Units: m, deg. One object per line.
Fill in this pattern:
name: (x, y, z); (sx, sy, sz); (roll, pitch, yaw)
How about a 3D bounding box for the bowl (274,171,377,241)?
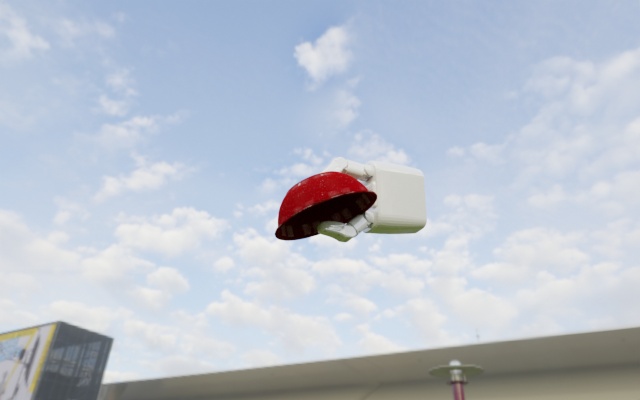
bowl: (-0.001, 0.002, 0.710); (0.162, 0.055, 0.162); (-20, -17, -7)
